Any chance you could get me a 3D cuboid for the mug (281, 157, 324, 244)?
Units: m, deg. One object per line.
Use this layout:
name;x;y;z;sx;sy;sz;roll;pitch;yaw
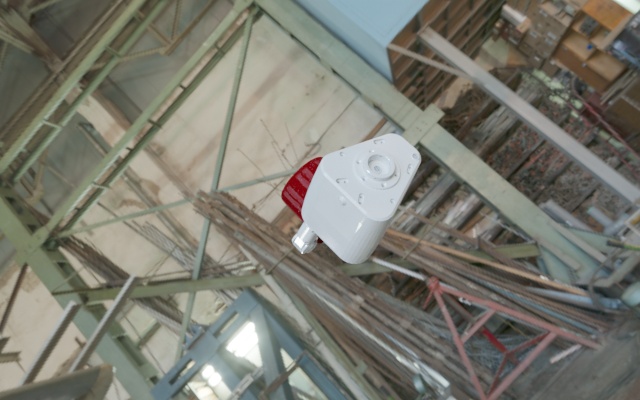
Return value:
mug;0.000;0.003;0.647;0.093;0.081;0.117;-38;-15;-28
